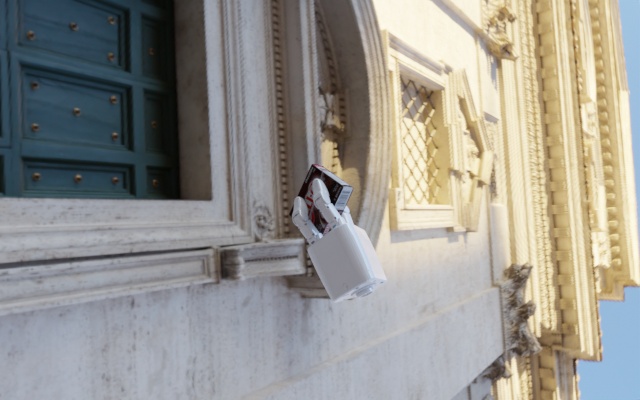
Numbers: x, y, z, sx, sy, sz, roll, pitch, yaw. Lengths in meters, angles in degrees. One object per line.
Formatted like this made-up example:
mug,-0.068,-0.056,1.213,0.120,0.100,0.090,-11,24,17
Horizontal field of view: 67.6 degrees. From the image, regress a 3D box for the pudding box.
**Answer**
pudding box,0.000,0.003,0.878,0.090,0.113,0.039,37,18,36
